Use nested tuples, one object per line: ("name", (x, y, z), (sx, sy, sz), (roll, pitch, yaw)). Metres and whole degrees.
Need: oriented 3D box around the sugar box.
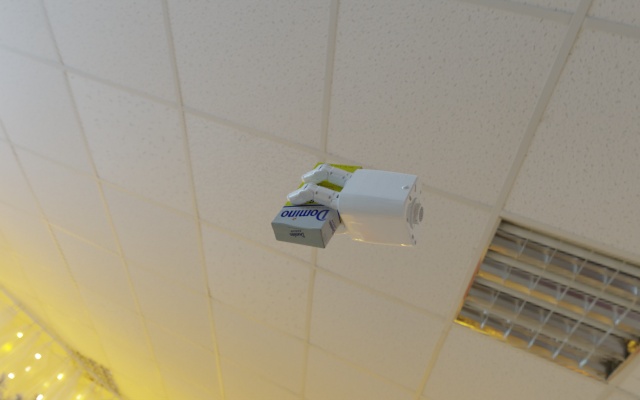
("sugar box", (0.000, 0.002, 0.807), (0.093, 0.048, 0.176), (7, 38, 27))
